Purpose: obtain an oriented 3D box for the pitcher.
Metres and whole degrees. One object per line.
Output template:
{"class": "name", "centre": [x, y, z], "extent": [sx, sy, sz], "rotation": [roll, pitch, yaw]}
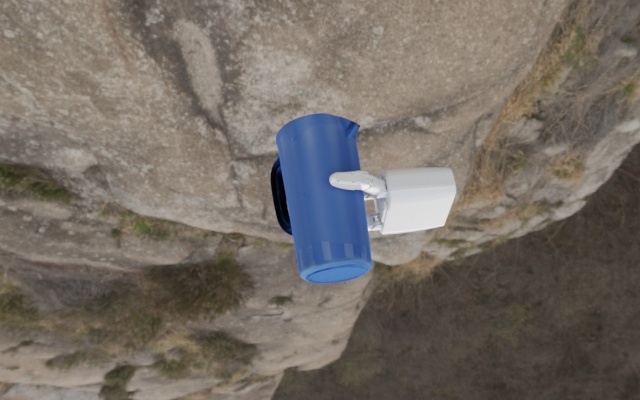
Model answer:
{"class": "pitcher", "centre": [0.000, 0.002, 0.745], "extent": [0.145, 0.242, 0.149], "rotation": [-5, -23, -8]}
